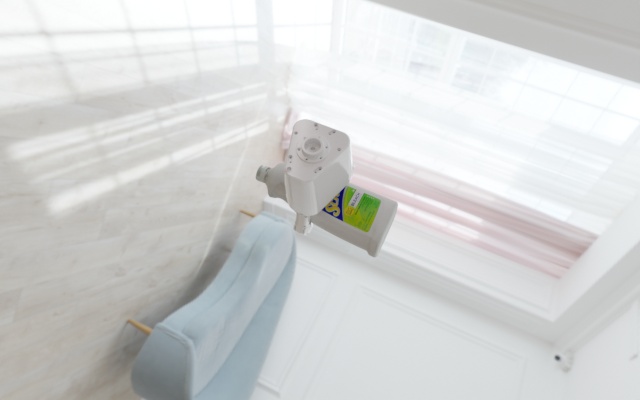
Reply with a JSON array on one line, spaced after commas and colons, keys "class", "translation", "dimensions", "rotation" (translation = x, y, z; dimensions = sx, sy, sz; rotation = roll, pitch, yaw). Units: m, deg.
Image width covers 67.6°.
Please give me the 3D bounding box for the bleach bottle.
[{"class": "bleach bottle", "translation": [0.000, 0.003, 0.825], "dimensions": [0.251, 0.102, 0.068], "rotation": [22, -24, 13]}]
